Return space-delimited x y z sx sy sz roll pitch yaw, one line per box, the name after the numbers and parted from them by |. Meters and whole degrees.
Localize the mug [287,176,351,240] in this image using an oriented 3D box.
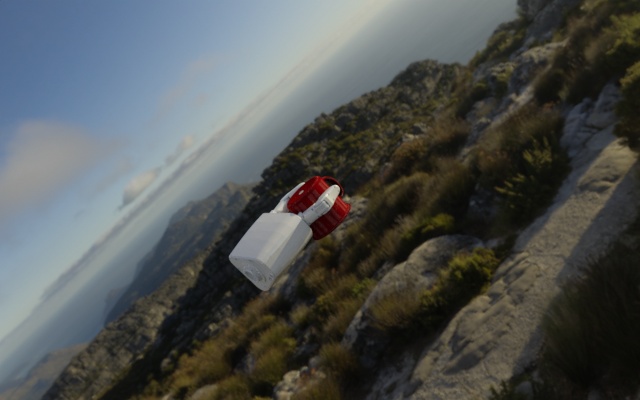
0.001 0.002 0.865 0.093 0.081 0.117 -24 24 54 | mug
